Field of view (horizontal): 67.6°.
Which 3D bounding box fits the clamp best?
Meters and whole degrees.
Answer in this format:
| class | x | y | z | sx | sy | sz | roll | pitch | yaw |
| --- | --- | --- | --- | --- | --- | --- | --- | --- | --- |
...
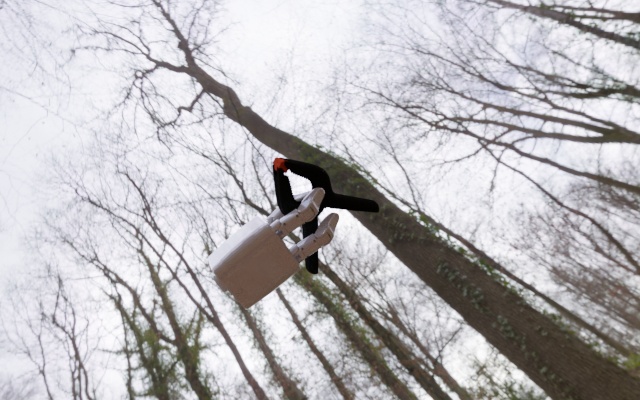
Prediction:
| class | x | y | z | sx | sy | sz | roll | pitch | yaw |
| --- | --- | --- | --- | --- | --- | --- | --- | --- | --- |
| clamp | -0.001 | 0.002 | 0.770 | 0.164 | 0.210 | 0.036 | -39 | 33 | -11 |
